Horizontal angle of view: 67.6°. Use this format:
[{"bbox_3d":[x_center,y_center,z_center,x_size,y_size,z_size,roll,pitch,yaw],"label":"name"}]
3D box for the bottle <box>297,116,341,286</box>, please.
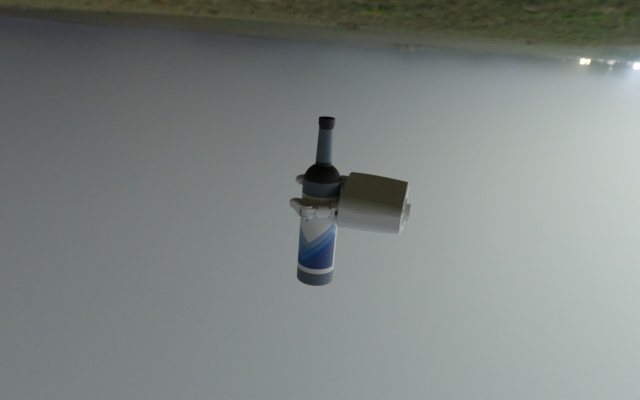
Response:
[{"bbox_3d":[0.000,0.003,0.831,0.069,0.296,0.069,4,19,-1],"label":"bottle"}]
